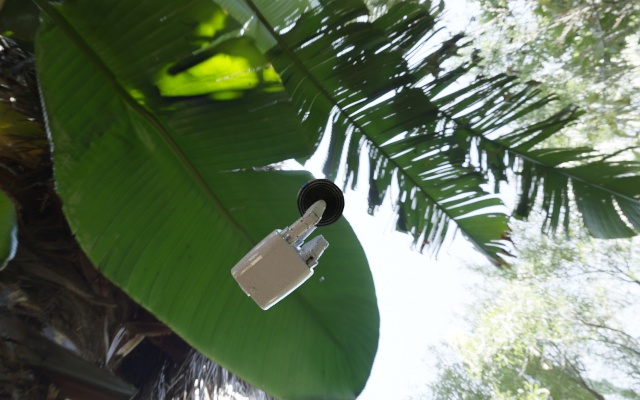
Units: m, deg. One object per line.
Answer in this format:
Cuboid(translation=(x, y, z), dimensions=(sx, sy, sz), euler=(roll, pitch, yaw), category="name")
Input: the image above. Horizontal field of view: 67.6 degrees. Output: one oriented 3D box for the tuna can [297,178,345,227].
Cuboid(translation=(0.000, 0.003, 0.853), dimensions=(0.086, 0.086, 0.033), euler=(0, 8, -4), category="tuna can")
